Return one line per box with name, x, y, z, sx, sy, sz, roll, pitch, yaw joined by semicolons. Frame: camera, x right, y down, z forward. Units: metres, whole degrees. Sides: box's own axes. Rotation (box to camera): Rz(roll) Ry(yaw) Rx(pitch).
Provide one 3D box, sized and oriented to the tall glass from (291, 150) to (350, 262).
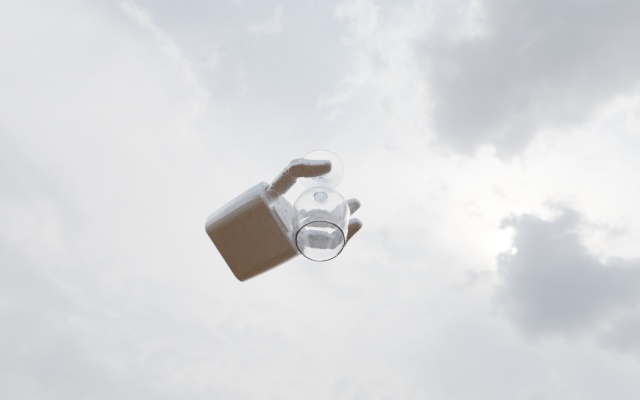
tall glass;0.000;0.002;0.670;0.079;0.079;0.201;0;29;0
